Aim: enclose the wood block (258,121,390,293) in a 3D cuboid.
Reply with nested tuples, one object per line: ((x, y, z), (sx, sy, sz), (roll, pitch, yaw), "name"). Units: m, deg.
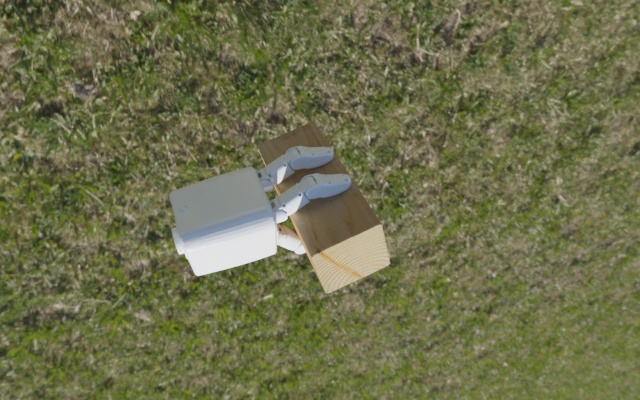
((0.000, 0.002, 0.623), (0.090, 0.206, 0.091), (-25, -40, -5), "wood block")
